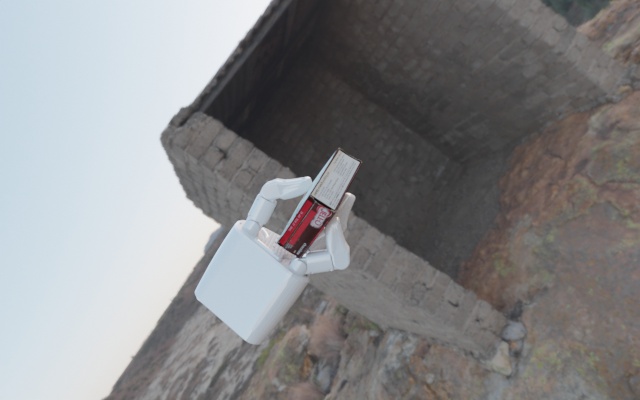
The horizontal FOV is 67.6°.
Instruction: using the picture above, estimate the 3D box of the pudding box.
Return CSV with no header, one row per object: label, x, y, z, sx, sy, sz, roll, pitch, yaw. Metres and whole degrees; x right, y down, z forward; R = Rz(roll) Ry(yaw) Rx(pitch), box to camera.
pudding box,0.000,0.002,0.563,0.039,0.090,0.113,33,39,-4
